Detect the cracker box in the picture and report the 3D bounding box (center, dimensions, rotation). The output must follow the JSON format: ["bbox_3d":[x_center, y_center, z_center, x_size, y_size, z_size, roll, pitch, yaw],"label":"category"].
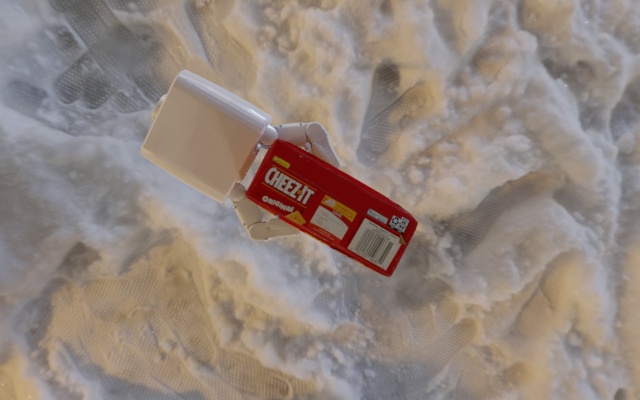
[{"bbox_3d":[0.000,0.002,0.553,0.164,0.072,0.213,30,-1,-8],"label":"cracker box"}]
